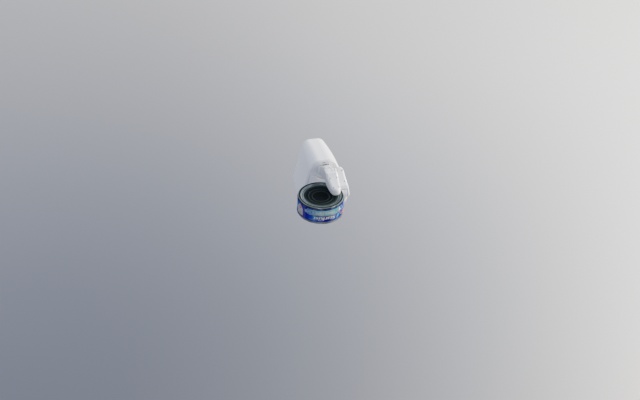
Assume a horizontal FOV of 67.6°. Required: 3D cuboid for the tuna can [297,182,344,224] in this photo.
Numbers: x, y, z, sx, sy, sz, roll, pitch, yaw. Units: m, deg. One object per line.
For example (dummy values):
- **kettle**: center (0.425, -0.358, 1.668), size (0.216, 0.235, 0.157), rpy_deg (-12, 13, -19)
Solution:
- **tuna can**: center (0.000, 0.002, 0.861), size (0.086, 0.034, 0.086), rpy_deg (2, 36, -1)
